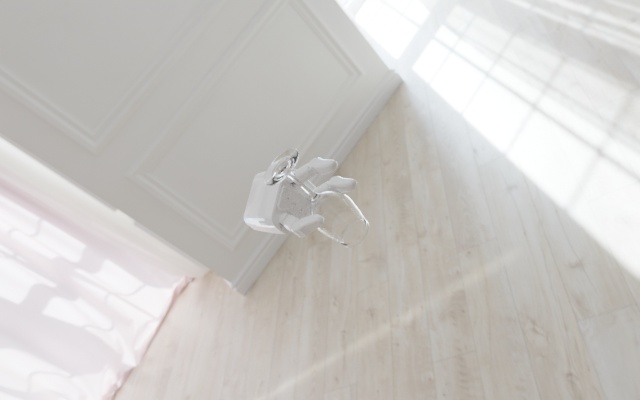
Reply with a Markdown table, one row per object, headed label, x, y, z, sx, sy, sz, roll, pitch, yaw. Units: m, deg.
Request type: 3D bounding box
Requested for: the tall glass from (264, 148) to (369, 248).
| label | x | y | z | sx | sy | sz | roll | pitch | yaw |
| --- | --- | --- | --- | --- | --- | --- | --- | --- | --- |
| tall glass | 0.000 | 0.002 | 0.808 | 0.201 | 0.079 | 0.079 | 42 | -25 | -31 |
